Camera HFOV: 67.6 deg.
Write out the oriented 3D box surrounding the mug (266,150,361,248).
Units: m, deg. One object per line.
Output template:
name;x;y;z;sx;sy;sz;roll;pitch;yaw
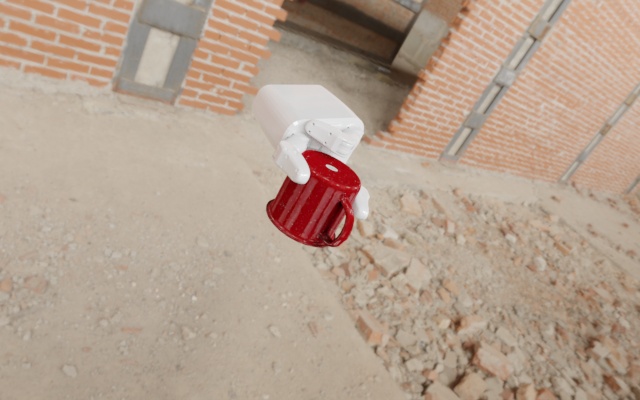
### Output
mug;0.001;0.003;0.549;0.093;0.081;0.117;8;32;-39
